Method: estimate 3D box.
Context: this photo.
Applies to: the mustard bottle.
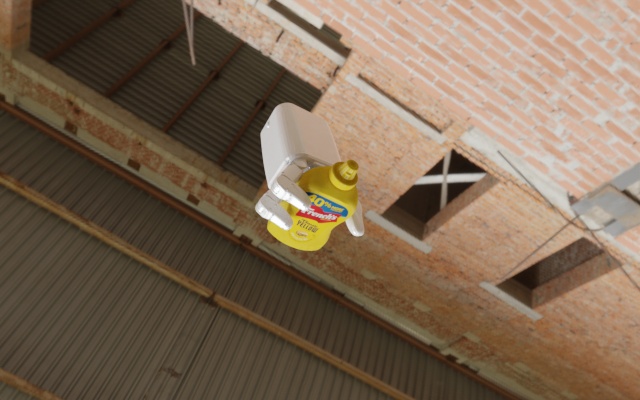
[{"bbox_3d":[0.000,0.003,0.702,0.096,0.058,0.192,26,-43,-14],"label":"mustard bottle"}]
